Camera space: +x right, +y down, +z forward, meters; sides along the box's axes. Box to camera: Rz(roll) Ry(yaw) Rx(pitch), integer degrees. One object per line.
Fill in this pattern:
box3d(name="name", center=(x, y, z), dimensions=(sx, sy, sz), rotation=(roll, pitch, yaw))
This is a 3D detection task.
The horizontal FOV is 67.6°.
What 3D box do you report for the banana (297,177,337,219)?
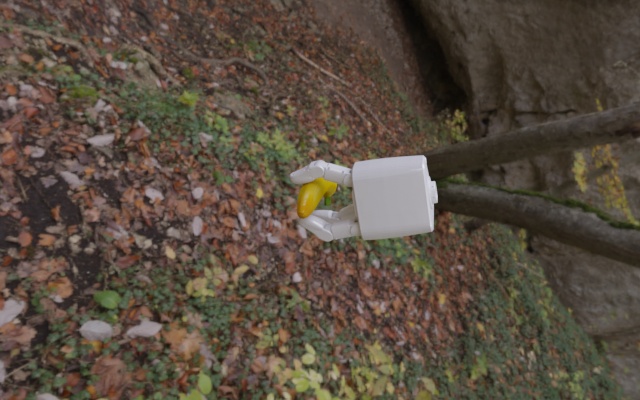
box3d(name="banana", center=(0.000, -0.016, 0.783), dimensions=(0.037, 0.069, 0.198), rotation=(-3, 5, 15))
